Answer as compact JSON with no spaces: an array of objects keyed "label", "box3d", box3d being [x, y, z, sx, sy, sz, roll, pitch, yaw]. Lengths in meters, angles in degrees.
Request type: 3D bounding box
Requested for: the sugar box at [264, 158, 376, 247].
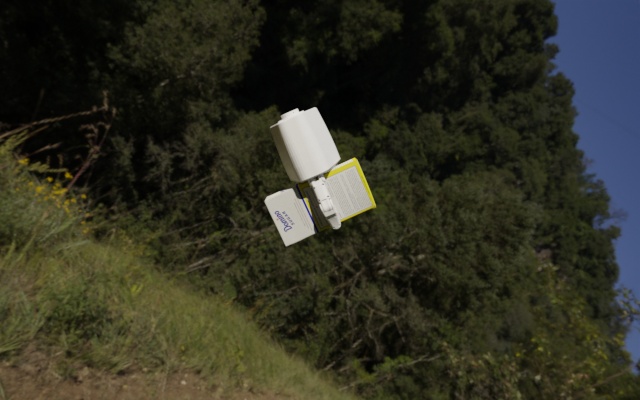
[{"label":"sugar box","box3d":[0.000,0.002,0.843,0.176,0.093,0.048,-23,10,5]}]
